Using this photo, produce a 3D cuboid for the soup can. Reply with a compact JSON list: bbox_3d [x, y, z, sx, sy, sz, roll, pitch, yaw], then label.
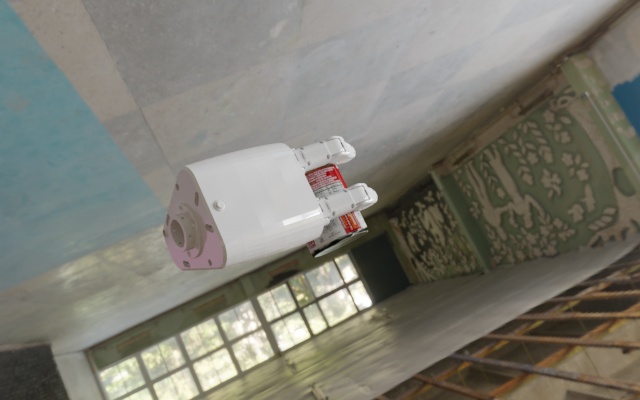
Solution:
[{"bbox_3d":[0.001,0.002,0.516,0.068,0.102,0.068,-25,-10,-5],"label":"soup can"}]
